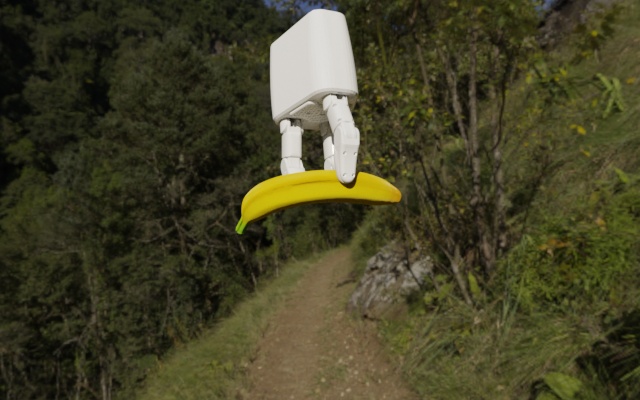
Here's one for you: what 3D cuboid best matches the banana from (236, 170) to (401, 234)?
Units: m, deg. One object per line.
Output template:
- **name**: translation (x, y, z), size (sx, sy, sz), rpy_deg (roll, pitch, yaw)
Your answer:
- **banana**: translation (-0.004, -0.007, 0.540), size (0.198, 0.037, 0.070), rpy_deg (-9, -30, -2)
